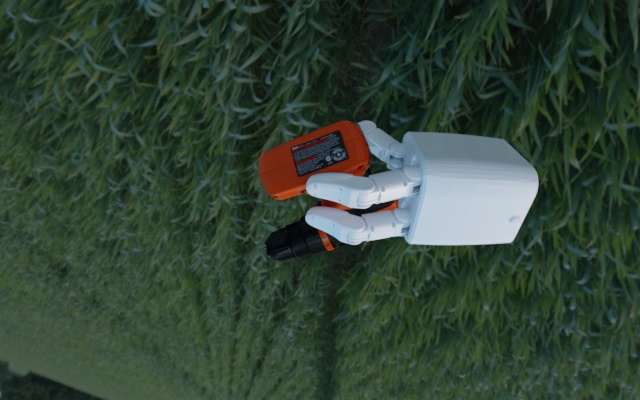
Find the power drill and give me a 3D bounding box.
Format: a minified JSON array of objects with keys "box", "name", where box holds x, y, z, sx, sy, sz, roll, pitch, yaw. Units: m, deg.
[{"box":[0.000,0.001,0.525,0.184,0.057,0.188,-22,-27,5],"name":"power drill"}]
